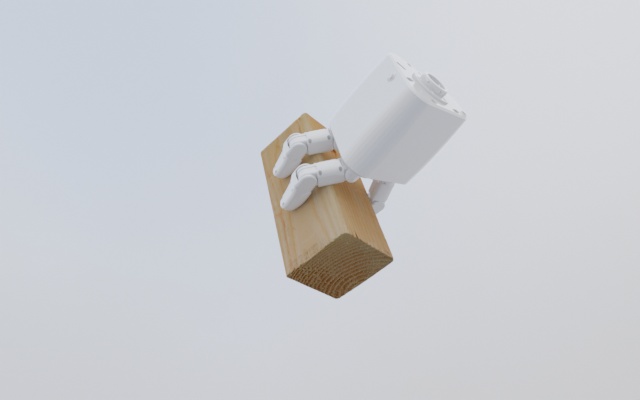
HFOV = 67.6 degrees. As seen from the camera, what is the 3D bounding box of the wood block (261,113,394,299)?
[{"bbox_3d":[0.001,0.002,0.586,0.090,0.206,0.091,-39,-47,22],"label":"wood block"}]
